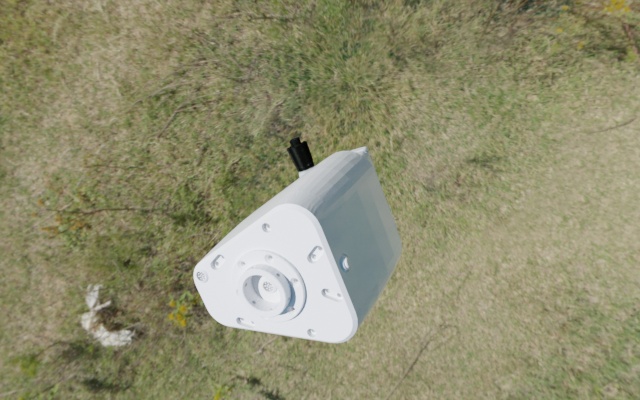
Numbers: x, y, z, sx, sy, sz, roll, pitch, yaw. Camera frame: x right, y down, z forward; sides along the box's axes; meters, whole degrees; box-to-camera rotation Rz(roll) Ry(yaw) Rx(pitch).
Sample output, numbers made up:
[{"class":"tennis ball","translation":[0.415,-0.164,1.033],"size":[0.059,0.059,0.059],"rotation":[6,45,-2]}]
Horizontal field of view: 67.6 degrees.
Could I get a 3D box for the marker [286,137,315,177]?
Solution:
[{"class":"marker","translation":[0.000,0.001,0.424],"size":[0.020,0.121,0.020],"rotation":[-22,12,5]}]
